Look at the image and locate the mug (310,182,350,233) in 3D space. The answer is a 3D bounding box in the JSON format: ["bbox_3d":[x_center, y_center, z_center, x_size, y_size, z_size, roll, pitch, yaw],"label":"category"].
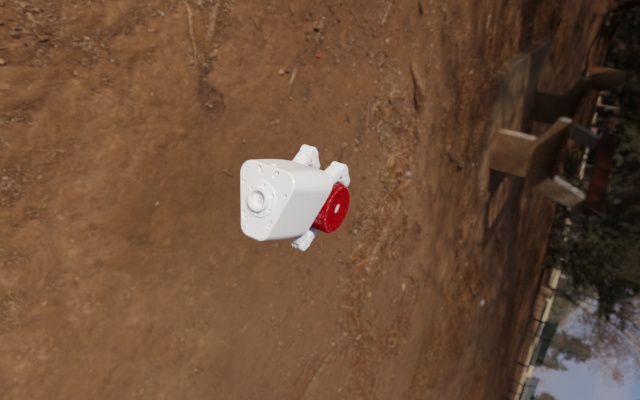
[{"bbox_3d":[0.001,0.003,0.788,0.081,0.093,0.117,20,12,27],"label":"mug"}]
